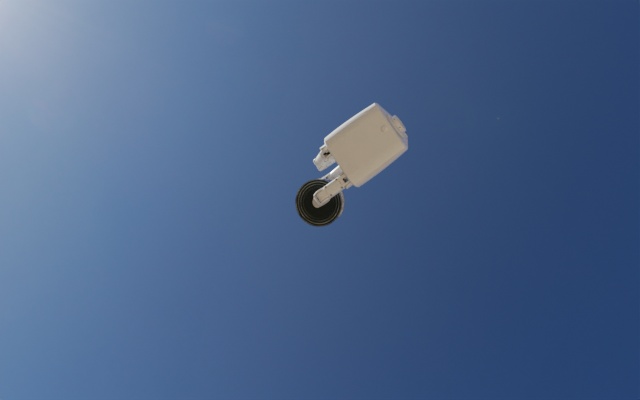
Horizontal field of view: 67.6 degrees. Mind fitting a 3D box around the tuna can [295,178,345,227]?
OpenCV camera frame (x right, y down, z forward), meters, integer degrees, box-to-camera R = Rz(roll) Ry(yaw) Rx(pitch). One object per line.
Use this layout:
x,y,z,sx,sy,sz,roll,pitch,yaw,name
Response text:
0.000,0.003,0.863,0.086,0.086,0.034,0,6,16,tuna can
